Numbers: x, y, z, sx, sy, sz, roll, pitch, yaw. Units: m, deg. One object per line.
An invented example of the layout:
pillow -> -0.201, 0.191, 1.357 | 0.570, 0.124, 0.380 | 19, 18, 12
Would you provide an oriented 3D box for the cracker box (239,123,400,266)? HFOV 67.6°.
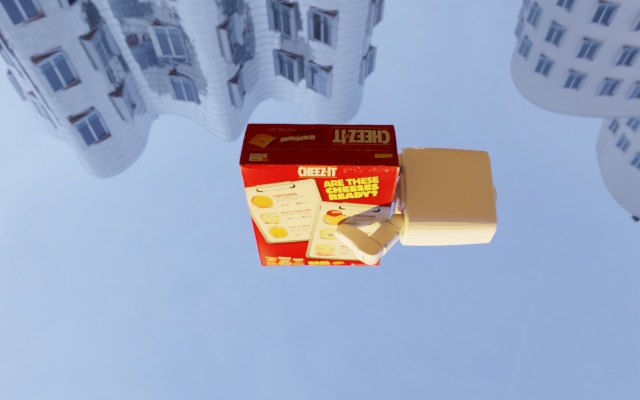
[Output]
cracker box -> 0.000, 0.002, 0.581 | 0.164, 0.072, 0.214 | 0, -36, 1
